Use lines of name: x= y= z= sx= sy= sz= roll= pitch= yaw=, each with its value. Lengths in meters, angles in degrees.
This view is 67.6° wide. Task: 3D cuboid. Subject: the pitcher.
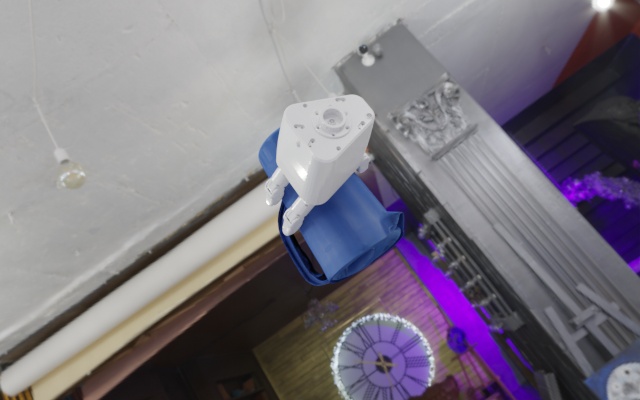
pitcher: x=0.000 y=0.002 z=0.740 sx=0.149 sy=0.242 sz=0.145 roll=-29 pitch=-19 yaw=-18
